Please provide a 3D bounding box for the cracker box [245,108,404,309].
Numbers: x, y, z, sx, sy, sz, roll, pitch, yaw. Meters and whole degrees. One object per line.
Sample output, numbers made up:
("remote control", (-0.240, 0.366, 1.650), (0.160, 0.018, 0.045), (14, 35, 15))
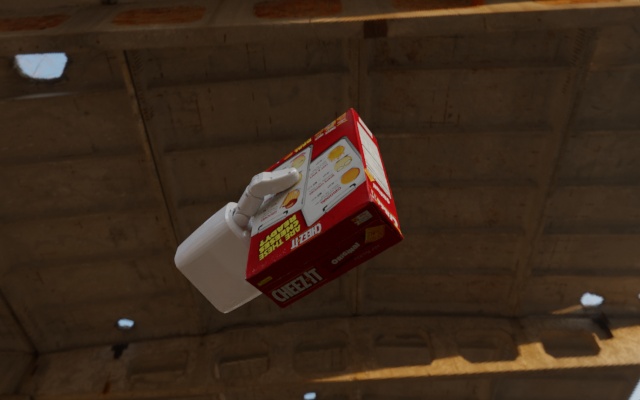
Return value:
("cracker box", (0.000, 0.002, 0.574), (0.164, 0.072, 0.213), (-33, 30, 19))
